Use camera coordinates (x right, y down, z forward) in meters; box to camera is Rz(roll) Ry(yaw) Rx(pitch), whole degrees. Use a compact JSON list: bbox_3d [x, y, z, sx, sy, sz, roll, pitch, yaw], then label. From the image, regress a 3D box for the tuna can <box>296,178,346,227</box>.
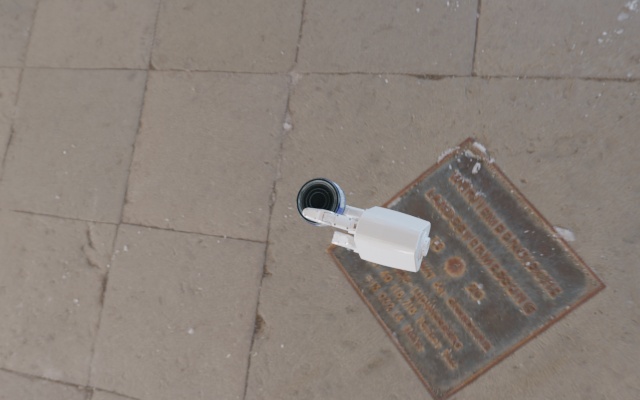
[{"bbox_3d":[0.000,0.003,0.855,0.086,0.086,0.034,0,-9,22],"label":"tuna can"}]
